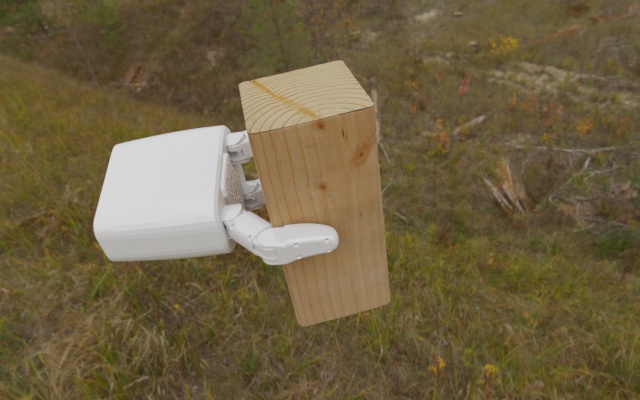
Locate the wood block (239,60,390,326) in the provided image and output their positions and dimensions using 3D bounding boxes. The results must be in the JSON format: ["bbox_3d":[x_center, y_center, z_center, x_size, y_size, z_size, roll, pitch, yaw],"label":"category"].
[{"bbox_3d":[0.000,0.002,0.414,0.090,0.206,0.090,-14,38,-4],"label":"wood block"}]
